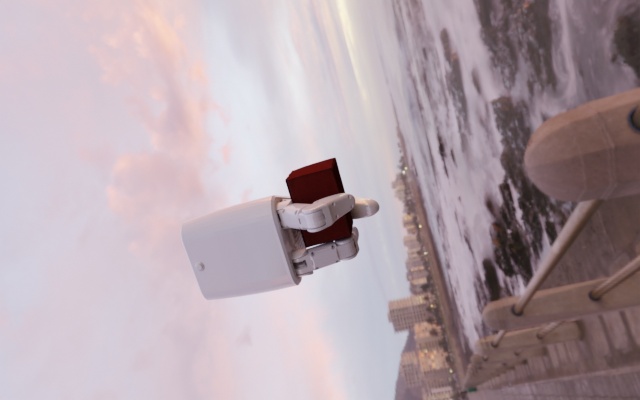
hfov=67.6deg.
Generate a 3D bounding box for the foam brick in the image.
[{"bbox_3d":[0.000,0.001,0.507,0.051,0.078,0.053,-14,13,10],"label":"foam brick"}]
